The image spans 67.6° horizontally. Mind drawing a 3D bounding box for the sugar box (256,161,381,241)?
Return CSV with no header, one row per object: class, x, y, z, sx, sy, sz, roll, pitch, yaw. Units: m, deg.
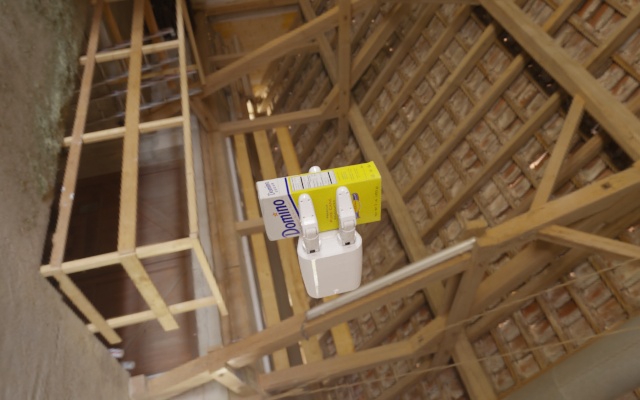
sugar box,0.000,0.003,0.711,0.176,0.093,0.048,-13,44,-6
